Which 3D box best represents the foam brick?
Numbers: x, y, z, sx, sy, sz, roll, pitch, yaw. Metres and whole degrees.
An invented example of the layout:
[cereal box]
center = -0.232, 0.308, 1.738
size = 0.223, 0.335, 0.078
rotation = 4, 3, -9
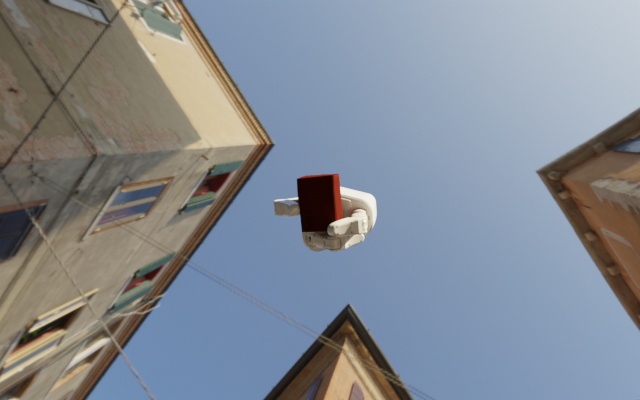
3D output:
[foam brick]
center = 0.000, 0.002, 0.672
size = 0.053, 0.078, 0.051
rotation = -3, 8, 12
